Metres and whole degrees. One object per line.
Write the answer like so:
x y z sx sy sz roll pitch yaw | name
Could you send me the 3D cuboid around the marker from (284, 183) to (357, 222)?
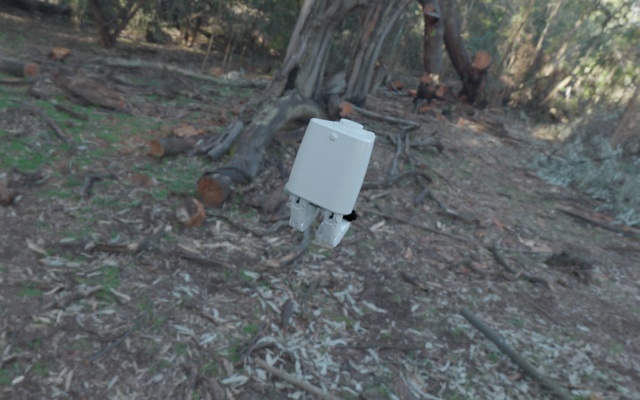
0.000 0.002 0.719 0.121 0.020 0.020 24 9 20 | marker
